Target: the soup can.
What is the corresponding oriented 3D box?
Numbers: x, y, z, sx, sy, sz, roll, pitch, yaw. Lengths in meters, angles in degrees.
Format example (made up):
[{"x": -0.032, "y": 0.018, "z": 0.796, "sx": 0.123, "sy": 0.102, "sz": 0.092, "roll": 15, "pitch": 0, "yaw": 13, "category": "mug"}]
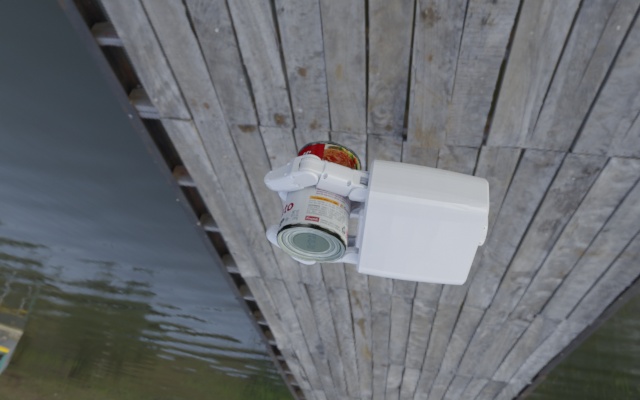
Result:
[{"x": 0.000, "y": 0.002, "z": 0.468, "sx": 0.068, "sy": 0.102, "sz": 0.069, "roll": 9, "pitch": -34, "yaw": 6, "category": "soup can"}]
